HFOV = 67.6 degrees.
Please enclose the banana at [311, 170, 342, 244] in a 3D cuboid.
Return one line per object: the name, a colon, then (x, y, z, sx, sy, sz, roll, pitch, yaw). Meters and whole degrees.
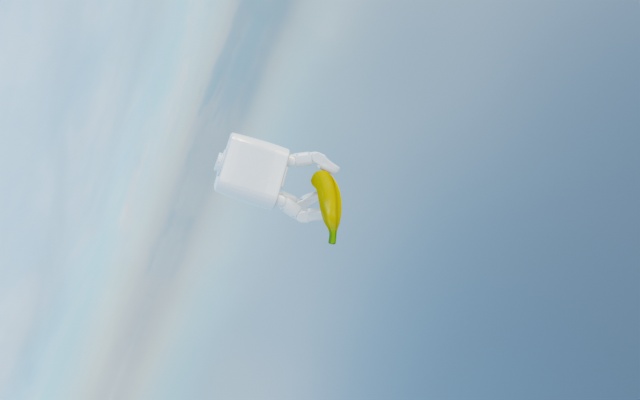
banana: (0.007, -0.011, 0.827, 0.037, 0.070, 0.197, 13, 30, -16)
